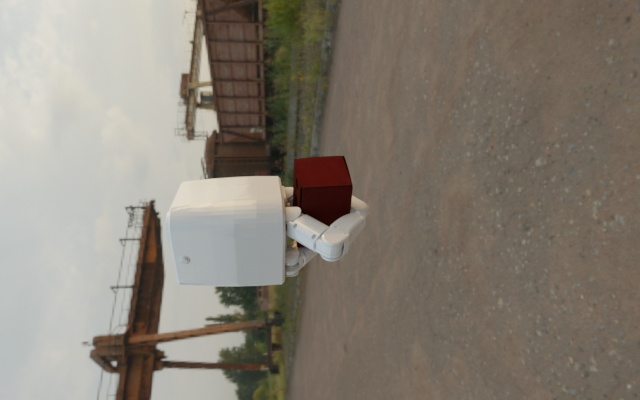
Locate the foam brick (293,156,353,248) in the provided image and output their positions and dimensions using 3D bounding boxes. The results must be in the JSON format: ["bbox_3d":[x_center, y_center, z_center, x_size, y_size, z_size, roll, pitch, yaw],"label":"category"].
[{"bbox_3d":[0.000,0.001,0.480,0.051,0.078,0.053,-2,37,-8],"label":"foam brick"}]
